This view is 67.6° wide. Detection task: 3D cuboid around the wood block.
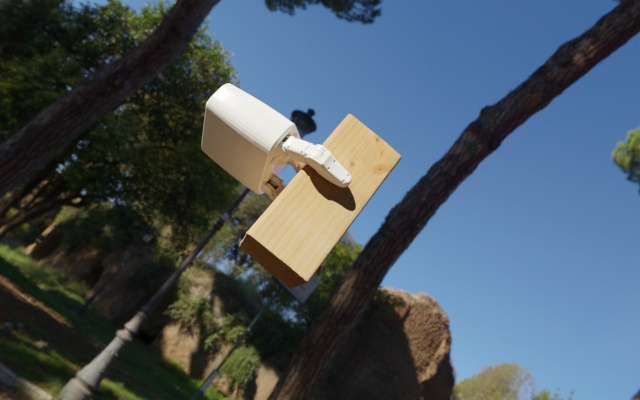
[{"bbox_3d":[0.000,0.002,0.611,0.090,0.206,0.091,40,-22,-2],"label":"wood block"}]
